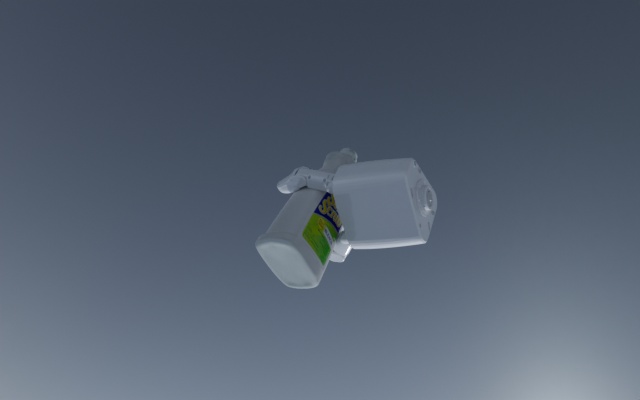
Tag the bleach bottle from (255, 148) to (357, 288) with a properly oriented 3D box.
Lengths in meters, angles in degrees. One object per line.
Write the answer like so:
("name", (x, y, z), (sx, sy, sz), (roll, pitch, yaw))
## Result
("bleach bottle", (0.000, 0.002, 0.701), (0.068, 0.103, 0.250), (-7, 39, 33))
